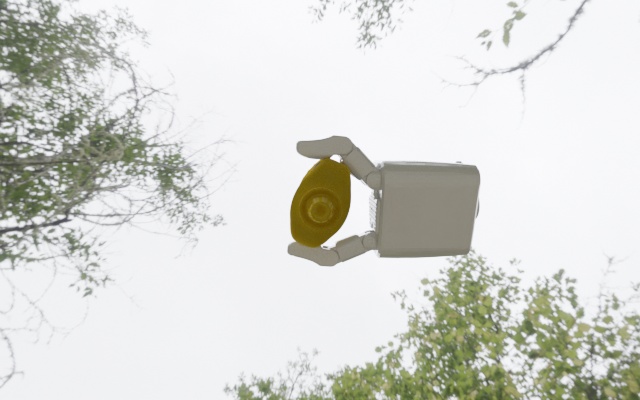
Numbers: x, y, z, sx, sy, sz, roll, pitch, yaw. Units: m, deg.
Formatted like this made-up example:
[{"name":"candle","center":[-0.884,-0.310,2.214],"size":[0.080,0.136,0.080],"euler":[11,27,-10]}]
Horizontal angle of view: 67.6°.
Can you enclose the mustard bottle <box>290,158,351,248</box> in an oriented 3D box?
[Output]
[{"name":"mustard bottle","center":[0.000,0.002,0.522],"size":[0.058,0.096,0.191],"euler":[25,5,-3]}]
